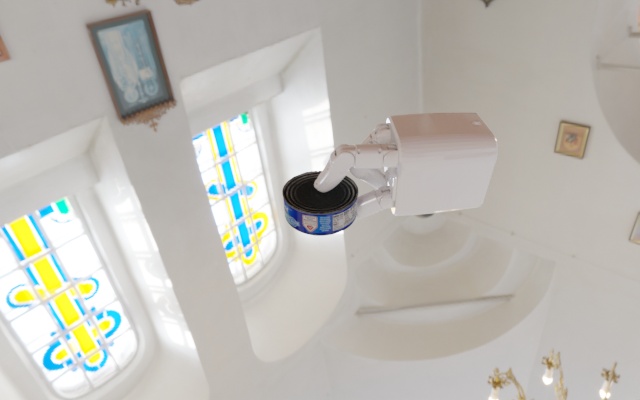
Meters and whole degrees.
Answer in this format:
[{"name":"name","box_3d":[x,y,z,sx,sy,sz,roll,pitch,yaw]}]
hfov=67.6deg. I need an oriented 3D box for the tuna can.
[{"name":"tuna can","box_3d":[0.000,0.002,0.546,0.086,0.034,0.086,-1,35,1]}]
